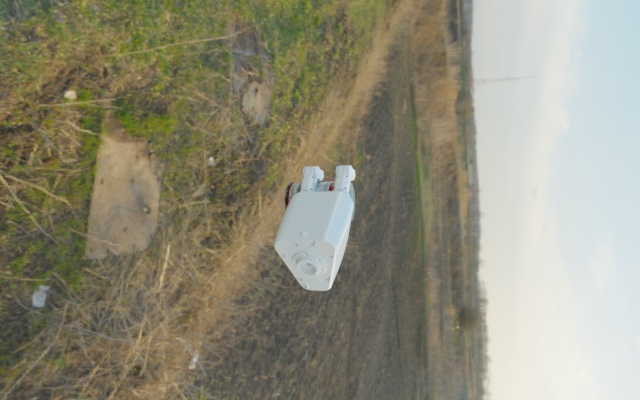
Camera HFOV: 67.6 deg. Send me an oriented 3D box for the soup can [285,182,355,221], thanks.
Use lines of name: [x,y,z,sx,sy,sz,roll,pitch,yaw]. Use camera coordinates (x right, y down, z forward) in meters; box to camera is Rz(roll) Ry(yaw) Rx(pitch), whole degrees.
soup can: [0.001,0.002,0.787,0.102,0.068,0.068,-1,0,18]
